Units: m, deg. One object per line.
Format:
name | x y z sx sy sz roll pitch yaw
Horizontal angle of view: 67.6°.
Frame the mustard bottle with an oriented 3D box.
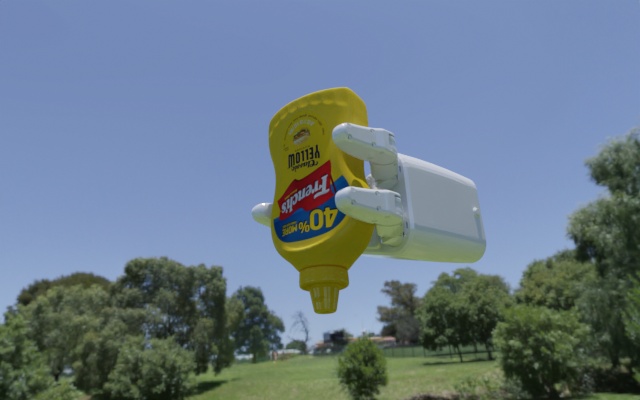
mustard bottle | 0.000 0.001 0.417 0.096 0.191 0.058 -16 -26 28
